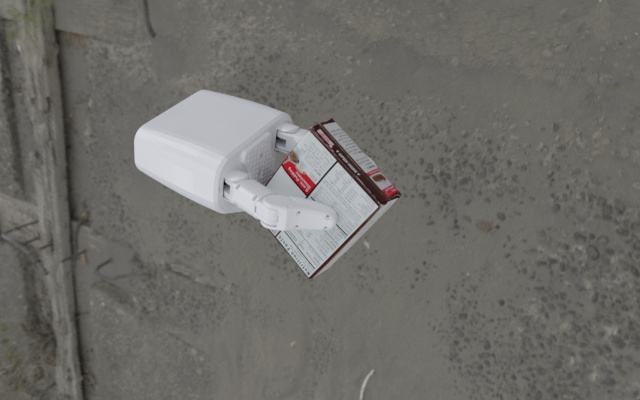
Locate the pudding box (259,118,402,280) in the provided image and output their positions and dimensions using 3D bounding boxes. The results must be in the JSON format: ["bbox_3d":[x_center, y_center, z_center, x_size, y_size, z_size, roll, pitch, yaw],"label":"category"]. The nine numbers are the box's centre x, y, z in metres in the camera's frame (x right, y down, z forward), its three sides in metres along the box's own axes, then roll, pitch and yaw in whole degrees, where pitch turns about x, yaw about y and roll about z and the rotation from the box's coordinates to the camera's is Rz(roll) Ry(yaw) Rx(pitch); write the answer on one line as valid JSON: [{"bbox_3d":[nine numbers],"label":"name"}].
[{"bbox_3d":[0.000,0.001,0.412,0.039,0.090,0.113,-29,-16,-51],"label":"pudding box"}]
